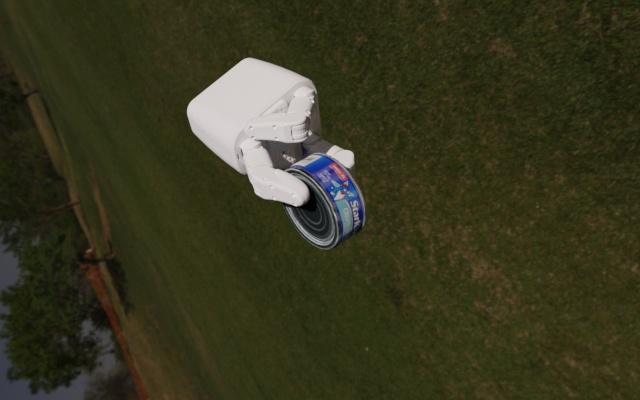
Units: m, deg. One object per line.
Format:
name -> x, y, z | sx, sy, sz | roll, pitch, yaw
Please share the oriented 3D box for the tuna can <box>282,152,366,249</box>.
tuna can -> 0.000, 0.002, 0.440 | 0.033, 0.086, 0.086 | -31, 17, -30
